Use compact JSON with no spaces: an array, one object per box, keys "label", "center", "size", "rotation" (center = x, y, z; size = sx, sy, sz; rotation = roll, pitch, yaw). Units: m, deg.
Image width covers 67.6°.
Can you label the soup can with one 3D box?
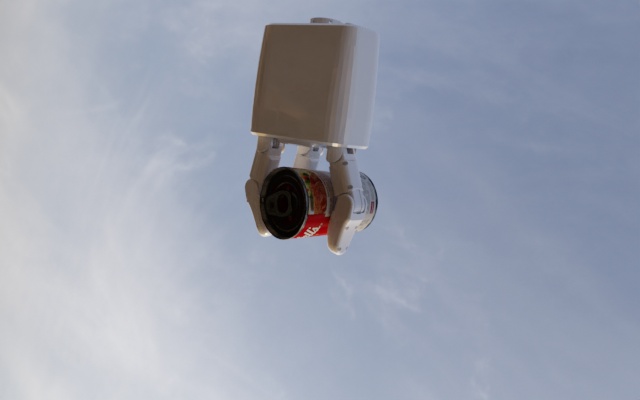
[{"label":"soup can","center":[0.000,0.002,0.476],"size":[0.102,0.068,0.068],"rotation":[-2,1,-45]}]
